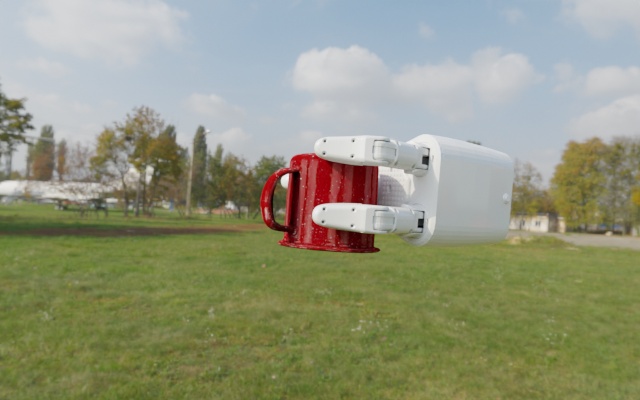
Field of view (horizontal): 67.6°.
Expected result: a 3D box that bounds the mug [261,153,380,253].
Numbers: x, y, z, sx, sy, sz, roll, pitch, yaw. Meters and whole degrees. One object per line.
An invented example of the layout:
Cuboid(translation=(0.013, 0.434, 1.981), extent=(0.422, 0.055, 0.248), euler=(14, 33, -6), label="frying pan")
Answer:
Cuboid(translation=(-0.001, 0.001, 0.427), extent=(0.117, 0.081, 0.093), euler=(5, -2, -32), label="mug")
